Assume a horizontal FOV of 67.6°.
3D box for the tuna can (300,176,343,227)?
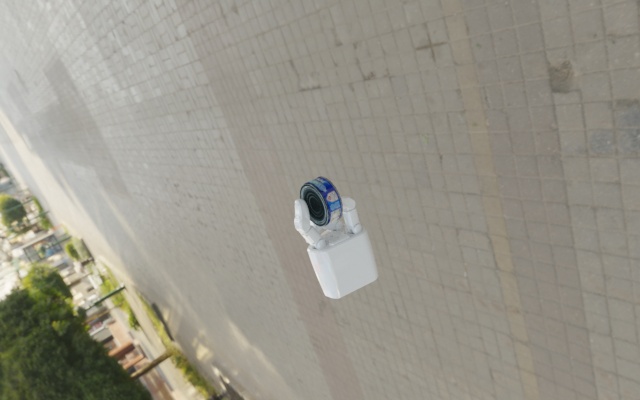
[{"bbox_3d":[0.000,0.003,0.851,0.033,0.086,0.086,-25,13,-30],"label":"tuna can"}]
